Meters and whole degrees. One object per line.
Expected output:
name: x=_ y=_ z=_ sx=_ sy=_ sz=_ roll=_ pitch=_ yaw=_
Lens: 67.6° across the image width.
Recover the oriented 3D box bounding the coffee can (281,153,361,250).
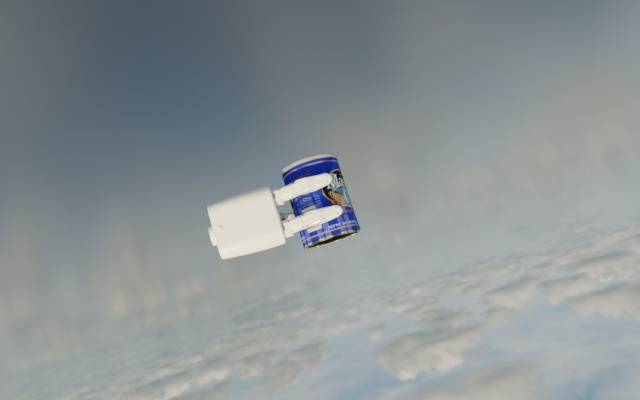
coffee can: x=0.000 y=0.003 z=0.823 sx=0.103 sy=0.140 sz=0.103 roll=-17 pitch=-10 yaw=-3
